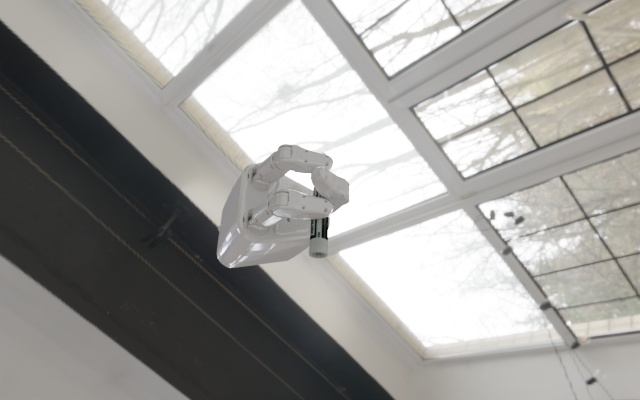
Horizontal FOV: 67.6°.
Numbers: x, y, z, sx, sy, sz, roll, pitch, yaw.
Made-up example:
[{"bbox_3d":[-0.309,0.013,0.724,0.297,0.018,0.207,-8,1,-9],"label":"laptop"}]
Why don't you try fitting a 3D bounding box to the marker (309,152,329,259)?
[{"bbox_3d":[0.000,0.002,0.503,0.020,0.121,0.020,2,-28,1],"label":"marker"}]
